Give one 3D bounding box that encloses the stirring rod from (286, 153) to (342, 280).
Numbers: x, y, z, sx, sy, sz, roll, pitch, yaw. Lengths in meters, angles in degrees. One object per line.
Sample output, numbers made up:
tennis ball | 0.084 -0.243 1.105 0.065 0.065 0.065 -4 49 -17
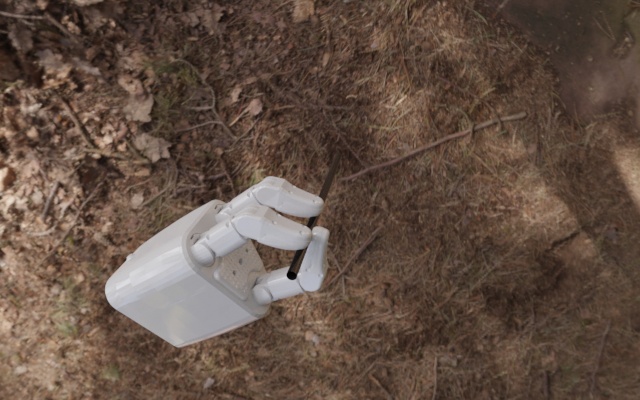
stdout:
stirring rod | 0.000 0.001 0.455 0.011 0.011 0.239 0 27 11
